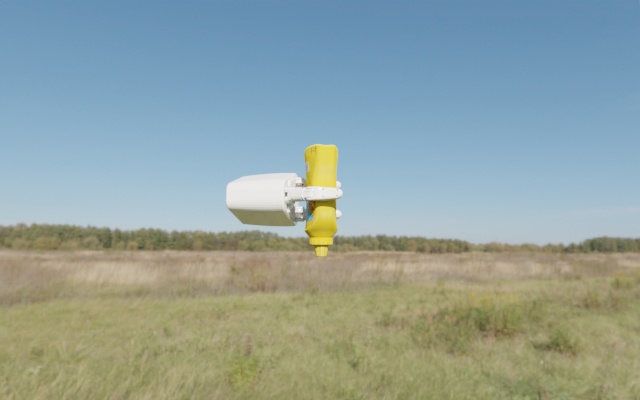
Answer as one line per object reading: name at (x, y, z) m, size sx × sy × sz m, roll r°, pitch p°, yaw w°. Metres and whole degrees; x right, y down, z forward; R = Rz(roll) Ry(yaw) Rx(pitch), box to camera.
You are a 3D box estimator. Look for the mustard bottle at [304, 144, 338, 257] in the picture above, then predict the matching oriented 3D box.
mustard bottle at (0.000, 0.002, 0.842) m, size 0.058 × 0.191 × 0.096 m, roll 2°, pitch -6°, yaw -13°
